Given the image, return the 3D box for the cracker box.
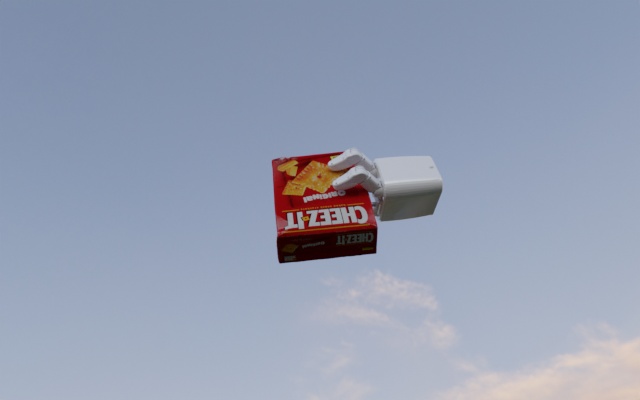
[{"bbox_3d":[0.000,0.003,0.840,0.164,0.072,0.213,-6,41,-4],"label":"cracker box"}]
